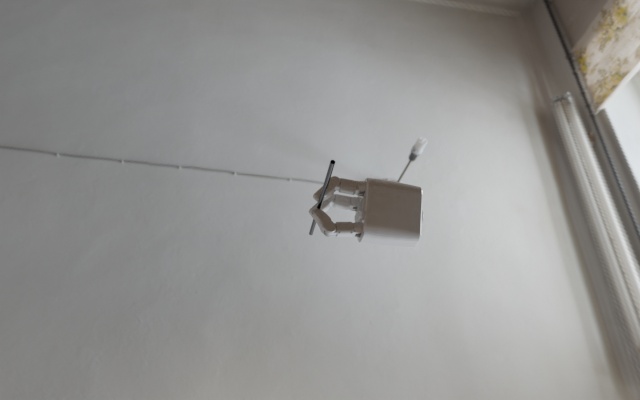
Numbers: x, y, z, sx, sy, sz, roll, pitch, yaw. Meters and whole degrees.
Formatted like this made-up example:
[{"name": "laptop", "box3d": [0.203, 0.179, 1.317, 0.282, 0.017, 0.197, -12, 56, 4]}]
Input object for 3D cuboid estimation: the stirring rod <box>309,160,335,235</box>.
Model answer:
[{"name": "stirring rod", "box3d": [0.000, 0.003, 0.839, 0.011, 0.011, 0.240, 0, -31, -11]}]
